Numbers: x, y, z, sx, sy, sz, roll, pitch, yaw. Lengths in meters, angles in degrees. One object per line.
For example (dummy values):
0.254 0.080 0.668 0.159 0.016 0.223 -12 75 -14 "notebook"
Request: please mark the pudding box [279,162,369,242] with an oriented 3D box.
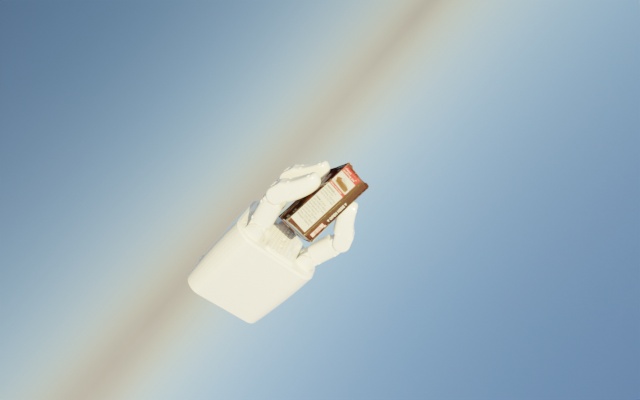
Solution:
0.000 0.002 0.543 0.090 0.039 0.113 -44 8 -7 "pudding box"
